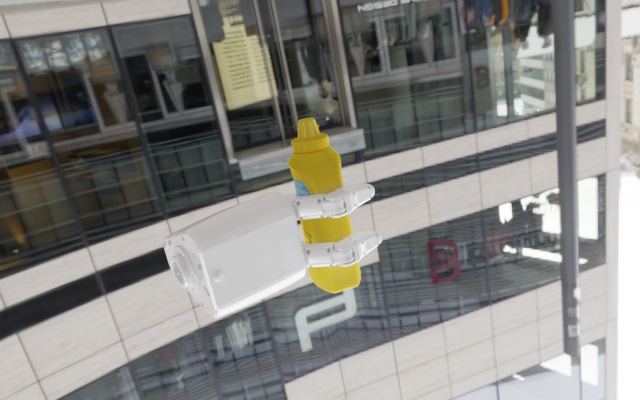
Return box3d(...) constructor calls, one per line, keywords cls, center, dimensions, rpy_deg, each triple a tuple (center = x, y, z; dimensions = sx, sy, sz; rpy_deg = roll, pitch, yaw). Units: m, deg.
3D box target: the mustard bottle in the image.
box3d(cls="mustard bottle", center=(0.000, 0.002, 0.546), dimensions=(0.058, 0.192, 0.096), rpy_deg=(-14, 18, -11))
